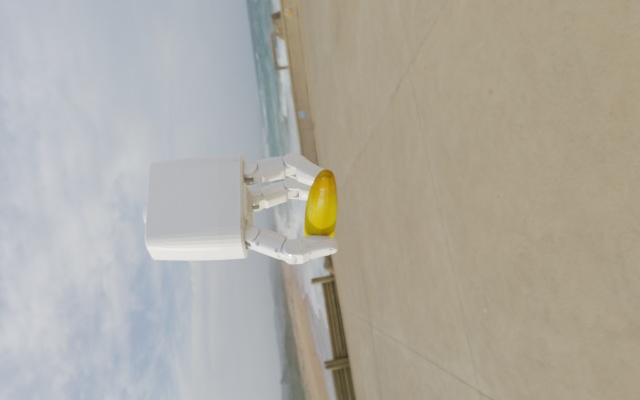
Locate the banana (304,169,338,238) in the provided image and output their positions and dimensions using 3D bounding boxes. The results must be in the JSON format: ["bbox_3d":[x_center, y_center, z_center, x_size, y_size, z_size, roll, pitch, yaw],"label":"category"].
[{"bbox_3d":[-0.001,0.021,0.564,0.037,0.069,0.198,2,-12,0],"label":"banana"}]
